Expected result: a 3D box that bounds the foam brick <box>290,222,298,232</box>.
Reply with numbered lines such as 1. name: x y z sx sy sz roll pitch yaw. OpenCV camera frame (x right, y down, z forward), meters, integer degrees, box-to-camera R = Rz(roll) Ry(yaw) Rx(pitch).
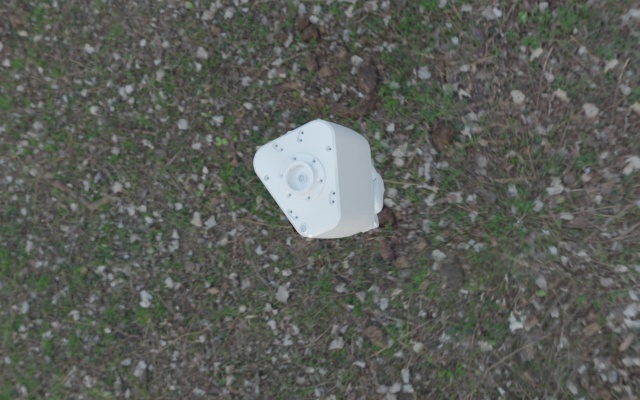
1. foam brick: 0.000 0.002 0.590 0.078 0.053 0.051 -24 -9 20
